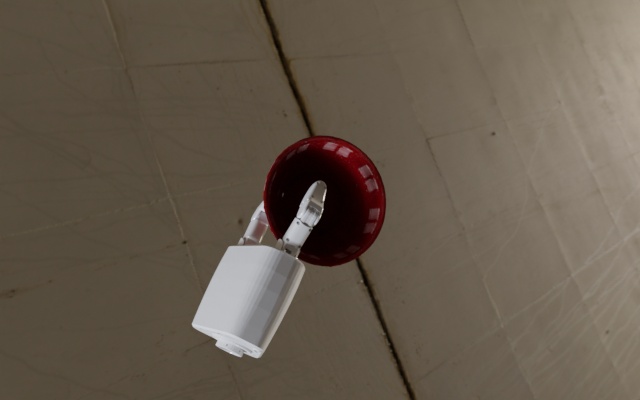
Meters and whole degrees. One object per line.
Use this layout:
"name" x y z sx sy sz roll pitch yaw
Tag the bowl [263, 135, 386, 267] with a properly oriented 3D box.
"bowl" 0.001 0.001 0.608 0.162 0.162 0.055 0 -5 -21
